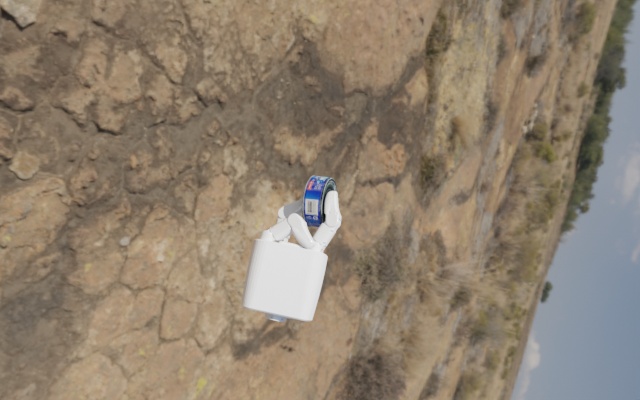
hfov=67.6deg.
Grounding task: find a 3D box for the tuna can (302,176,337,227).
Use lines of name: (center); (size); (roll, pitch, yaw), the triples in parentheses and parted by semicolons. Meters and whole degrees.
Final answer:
tuna can: (0.001, 0.003, 0.790); (0.034, 0.086, 0.086); (5, 2, 19)
